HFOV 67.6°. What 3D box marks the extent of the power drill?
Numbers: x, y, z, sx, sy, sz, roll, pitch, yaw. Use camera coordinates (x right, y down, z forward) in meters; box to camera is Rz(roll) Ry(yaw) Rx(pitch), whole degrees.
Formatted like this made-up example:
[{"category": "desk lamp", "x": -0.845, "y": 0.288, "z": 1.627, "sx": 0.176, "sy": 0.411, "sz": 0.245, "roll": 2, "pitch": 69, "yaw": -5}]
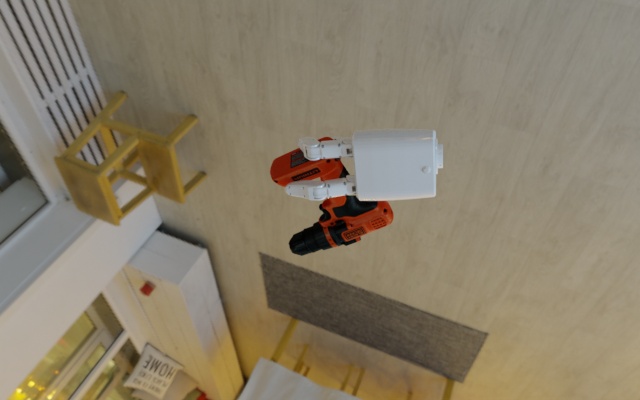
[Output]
[{"category": "power drill", "x": 0.000, "y": 0.002, "z": 0.744, "sx": 0.184, "sy": 0.057, "sz": 0.188, "roll": -23, "pitch": -50, "yaw": 15}]
